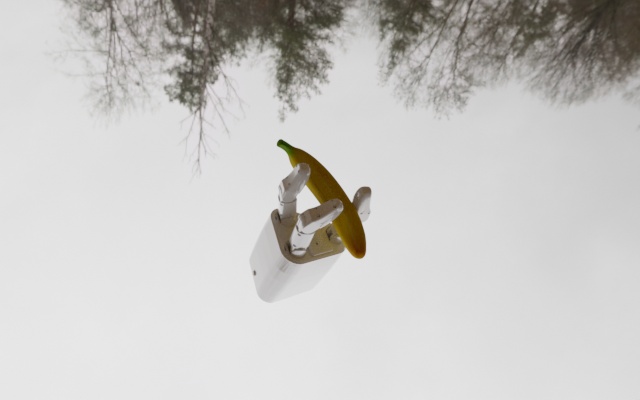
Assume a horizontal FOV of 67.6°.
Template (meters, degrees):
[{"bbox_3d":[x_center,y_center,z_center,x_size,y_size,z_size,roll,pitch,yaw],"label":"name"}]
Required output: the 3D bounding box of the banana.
[{"bbox_3d":[0.009,-0.002,0.647,0.037,0.197,0.069,-48,-22,29],"label":"banana"}]
